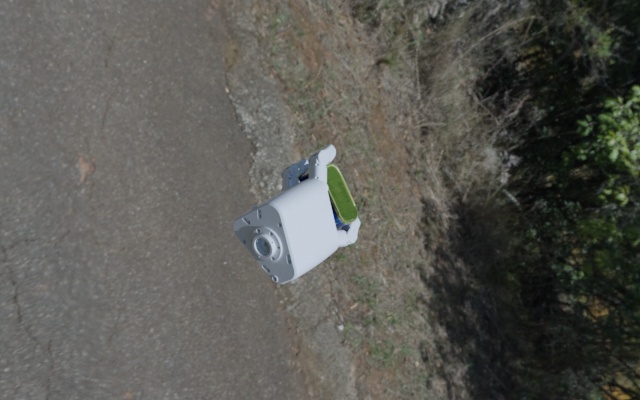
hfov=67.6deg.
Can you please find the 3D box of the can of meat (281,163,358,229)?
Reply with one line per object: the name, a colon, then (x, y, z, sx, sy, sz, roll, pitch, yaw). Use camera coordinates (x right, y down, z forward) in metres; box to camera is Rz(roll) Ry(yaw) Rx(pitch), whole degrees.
can of meat: (0.000, 0.002, 0.743, 0.084, 0.102, 0.057, -25, -1, 38)
